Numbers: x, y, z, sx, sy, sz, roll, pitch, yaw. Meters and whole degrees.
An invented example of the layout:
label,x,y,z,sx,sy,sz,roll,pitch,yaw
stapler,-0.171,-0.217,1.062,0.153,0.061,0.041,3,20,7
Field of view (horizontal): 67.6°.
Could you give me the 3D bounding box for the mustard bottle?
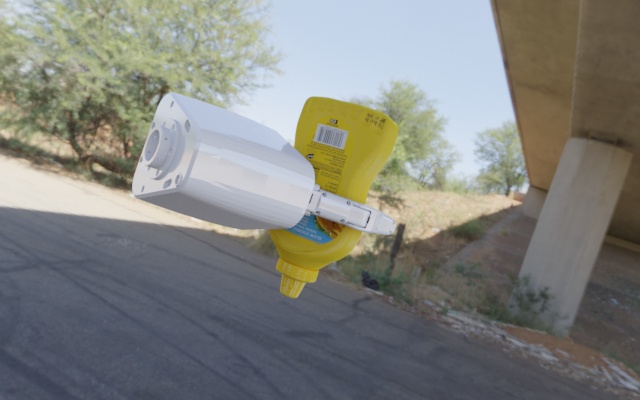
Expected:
label,x,y,z,sx,sy,sz,roll,pitch,yaw
mustard bottle,0.000,0.001,0.461,0.096,0.191,0.058,20,1,26
